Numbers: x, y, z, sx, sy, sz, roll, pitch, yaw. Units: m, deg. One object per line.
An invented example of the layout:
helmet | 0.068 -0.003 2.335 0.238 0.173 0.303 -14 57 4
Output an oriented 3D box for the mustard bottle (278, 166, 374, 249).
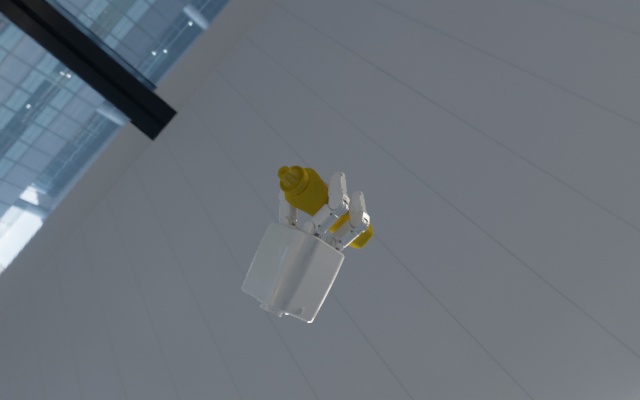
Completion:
mustard bottle | 0.000 0.002 0.697 0.192 0.058 0.096 38 8 -48
